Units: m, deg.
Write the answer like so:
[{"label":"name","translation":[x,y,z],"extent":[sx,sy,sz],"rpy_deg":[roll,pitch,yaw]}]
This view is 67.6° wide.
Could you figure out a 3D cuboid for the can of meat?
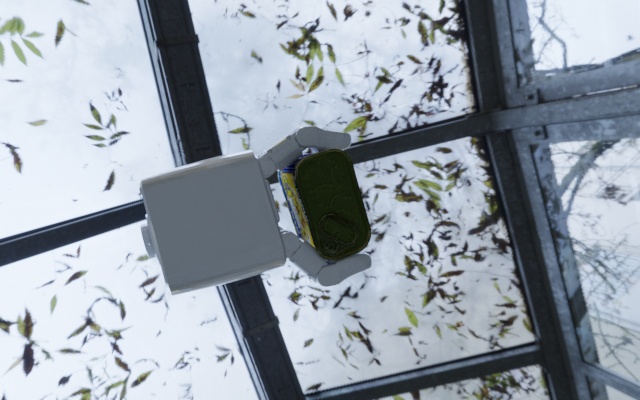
[{"label":"can of meat","translation":[0.000,0.001,0.479],"extent":[0.057,0.102,0.084],"rpy_deg":[-20,10,-16]}]
